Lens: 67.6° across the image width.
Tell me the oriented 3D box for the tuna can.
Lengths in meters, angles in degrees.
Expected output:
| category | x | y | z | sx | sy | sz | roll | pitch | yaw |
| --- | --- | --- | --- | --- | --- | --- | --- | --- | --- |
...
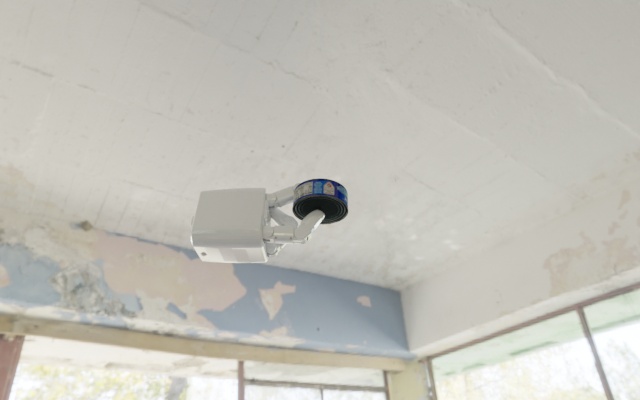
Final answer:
| category | x | y | z | sx | sy | sz | roll | pitch | yaw |
| --- | --- | --- | --- | --- | --- | --- | --- | --- | --- |
| tuna can | 0.000 | 0.002 | 0.735 | 0.086 | 0.033 | 0.086 | 1 | -32 | 1 |
